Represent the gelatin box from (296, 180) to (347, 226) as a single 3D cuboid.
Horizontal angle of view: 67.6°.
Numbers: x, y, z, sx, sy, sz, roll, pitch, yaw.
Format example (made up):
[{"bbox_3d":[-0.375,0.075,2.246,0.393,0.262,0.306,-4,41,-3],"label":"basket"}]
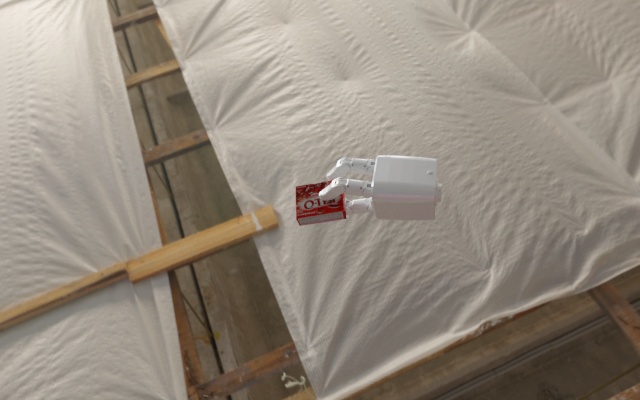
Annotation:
[{"bbox_3d":[0.000,0.003,0.867,0.089,0.073,0.030,-9,-36,8],"label":"gelatin box"}]
